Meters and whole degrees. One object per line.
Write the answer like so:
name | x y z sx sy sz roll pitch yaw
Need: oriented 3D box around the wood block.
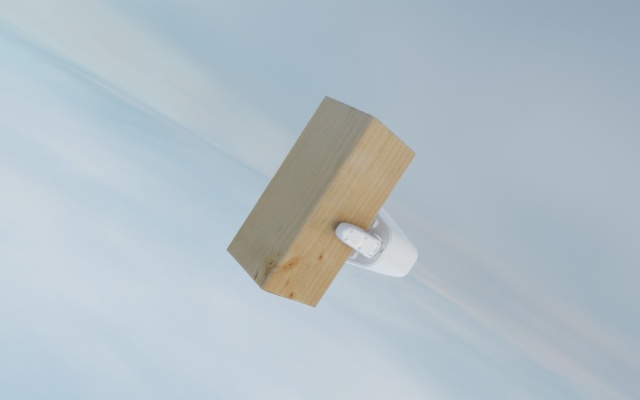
wood block | 0.000 0.002 0.533 0.090 0.206 0.090 30 3 -44
